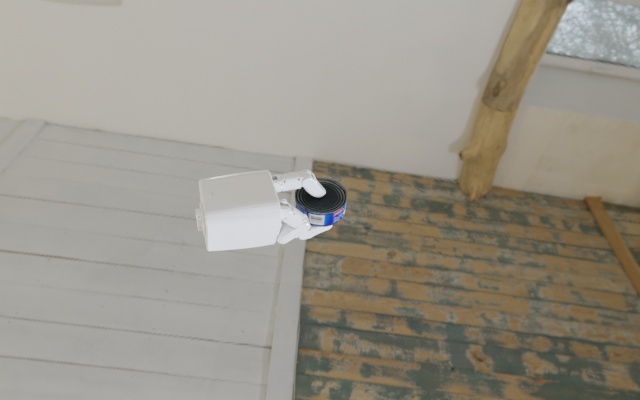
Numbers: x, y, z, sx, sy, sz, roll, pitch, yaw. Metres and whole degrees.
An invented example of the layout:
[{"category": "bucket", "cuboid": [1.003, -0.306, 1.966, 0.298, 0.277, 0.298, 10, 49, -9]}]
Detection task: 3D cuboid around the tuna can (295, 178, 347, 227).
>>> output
[{"category": "tuna can", "cuboid": [0.000, 0.003, 0.783, 0.086, 0.034, 0.086, 2, 43, -2]}]
